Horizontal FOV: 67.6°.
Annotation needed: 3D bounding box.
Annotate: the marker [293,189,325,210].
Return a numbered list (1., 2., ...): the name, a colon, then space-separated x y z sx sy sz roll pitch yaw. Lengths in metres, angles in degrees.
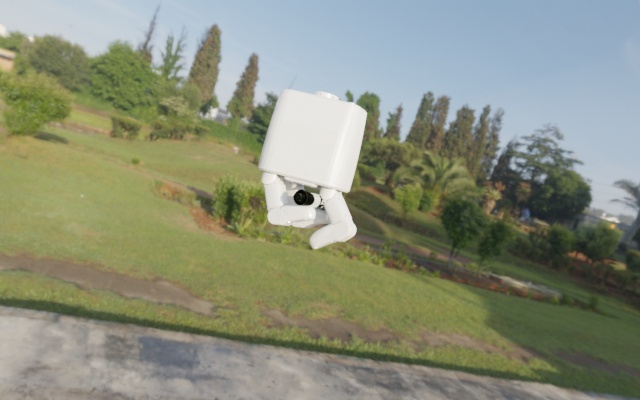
1. marker: 0.000 0.002 0.596 0.020 0.020 0.121 0 -6 25
